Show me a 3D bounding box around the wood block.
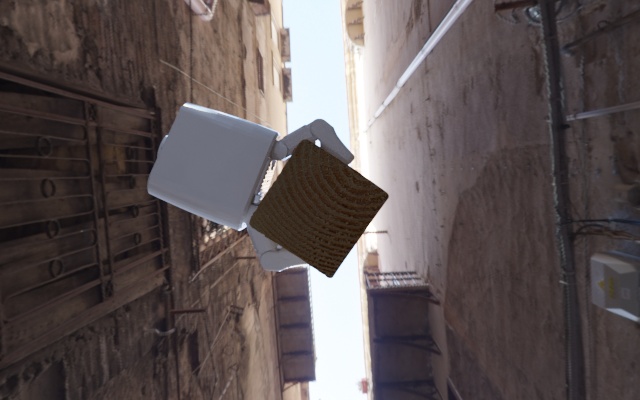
[{"bbox_3d":[0.000,0.001,0.505,0.090,0.091,0.206,34,4,-1],"label":"wood block"}]
